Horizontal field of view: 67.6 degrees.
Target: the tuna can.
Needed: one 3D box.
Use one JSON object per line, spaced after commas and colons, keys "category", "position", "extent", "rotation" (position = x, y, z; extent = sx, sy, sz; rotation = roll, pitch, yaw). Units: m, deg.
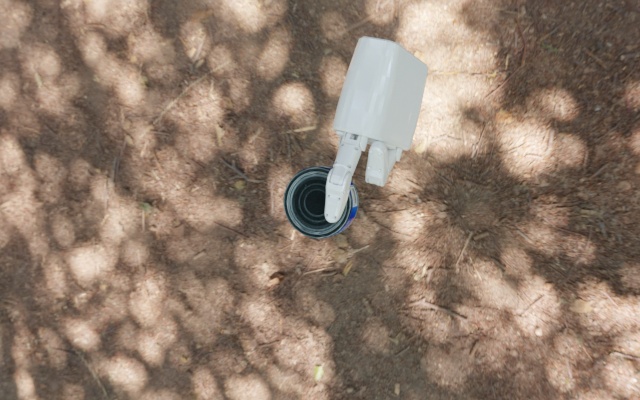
{"category": "tuna can", "position": [0.000, 0.002, 0.566], "extent": [0.086, 0.086, 0.034], "rotation": [0, 4, 18]}
